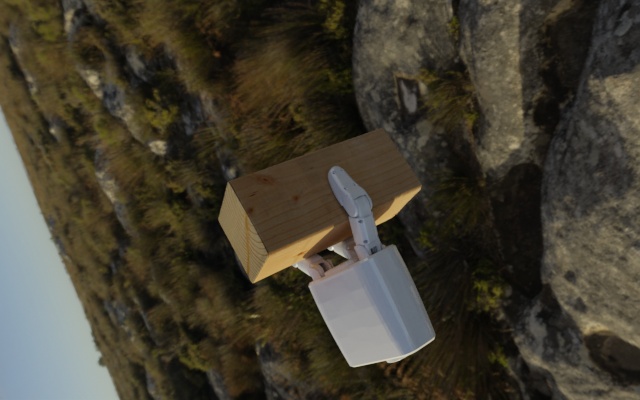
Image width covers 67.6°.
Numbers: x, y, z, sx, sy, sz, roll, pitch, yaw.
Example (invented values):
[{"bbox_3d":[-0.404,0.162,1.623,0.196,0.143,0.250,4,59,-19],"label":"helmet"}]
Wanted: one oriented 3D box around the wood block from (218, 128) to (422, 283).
[{"bbox_3d":[0.000,0.002,0.550,0.206,0.090,0.091,-22,-18,-28],"label":"wood block"}]
